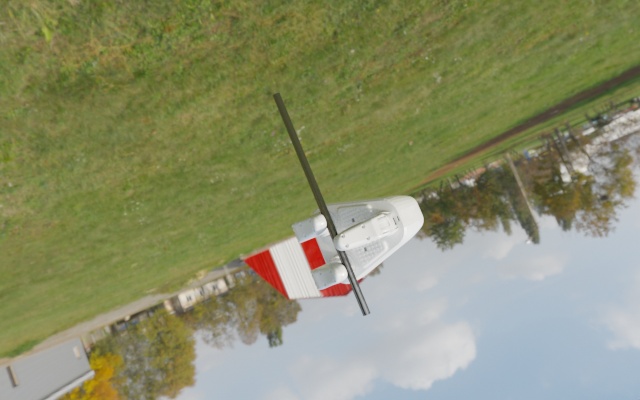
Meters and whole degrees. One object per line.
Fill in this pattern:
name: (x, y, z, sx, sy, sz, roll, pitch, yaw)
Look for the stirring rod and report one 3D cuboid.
stirring rod: (0.000, 0.001, 0.481, 0.011, 0.239, 0.011, -22, -5, -2)
